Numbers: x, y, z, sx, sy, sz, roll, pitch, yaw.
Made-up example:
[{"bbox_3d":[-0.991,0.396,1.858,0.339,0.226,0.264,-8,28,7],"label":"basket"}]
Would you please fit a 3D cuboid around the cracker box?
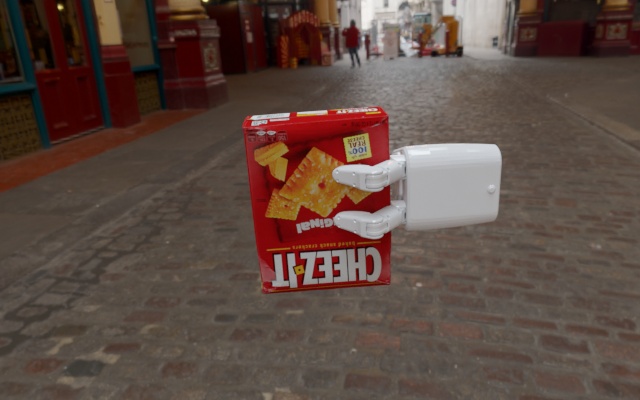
[{"bbox_3d":[0.000,0.002,0.579,0.164,0.214,0.072,-4,20,0],"label":"cracker box"}]
